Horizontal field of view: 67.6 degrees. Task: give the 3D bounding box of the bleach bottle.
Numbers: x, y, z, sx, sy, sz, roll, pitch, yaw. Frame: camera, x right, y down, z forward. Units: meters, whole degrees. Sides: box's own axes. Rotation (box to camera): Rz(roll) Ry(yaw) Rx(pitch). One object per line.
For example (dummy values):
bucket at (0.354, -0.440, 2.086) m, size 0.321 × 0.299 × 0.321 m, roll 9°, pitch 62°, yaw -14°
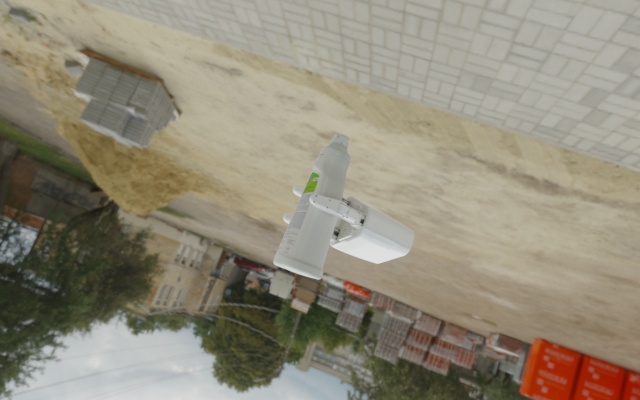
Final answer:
bleach bottle at (0.000, 0.003, 0.816) m, size 0.068 × 0.250 × 0.102 m, roll 25°, pitch -12°, yaw -24°
